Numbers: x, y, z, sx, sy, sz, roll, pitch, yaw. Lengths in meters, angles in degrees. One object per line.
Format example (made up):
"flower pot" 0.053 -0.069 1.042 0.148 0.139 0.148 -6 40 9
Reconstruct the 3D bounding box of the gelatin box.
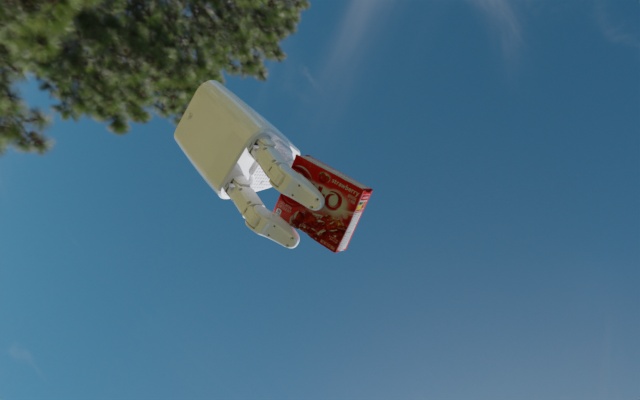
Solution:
"gelatin box" 0.001 0.002 0.505 0.089 0.073 0.030 30 16 24
